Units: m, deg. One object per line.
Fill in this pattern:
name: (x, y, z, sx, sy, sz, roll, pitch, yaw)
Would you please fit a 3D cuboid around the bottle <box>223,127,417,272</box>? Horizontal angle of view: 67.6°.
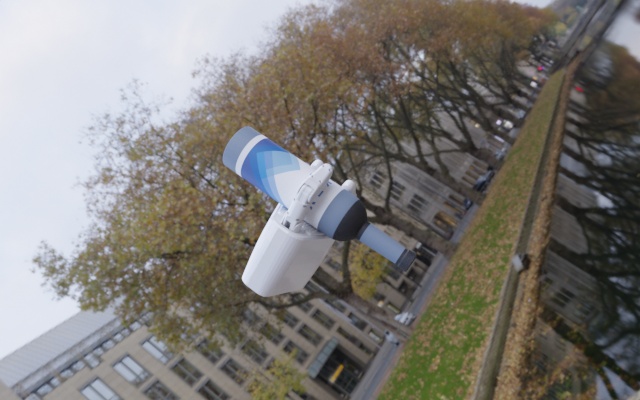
bottle: (0.000, 0.002, 0.655, 0.295, 0.069, 0.069, 34, 8, 13)
